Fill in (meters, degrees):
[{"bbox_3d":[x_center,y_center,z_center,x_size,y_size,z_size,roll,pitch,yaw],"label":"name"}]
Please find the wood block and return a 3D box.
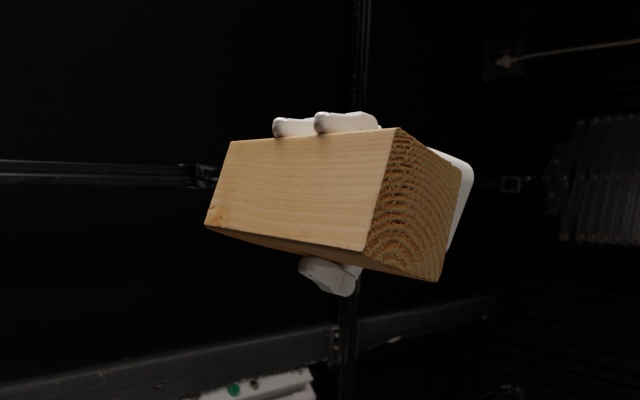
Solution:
[{"bbox_3d":[0.000,0.002,0.408,0.090,0.091,0.206,24,-13,-40],"label":"wood block"}]
